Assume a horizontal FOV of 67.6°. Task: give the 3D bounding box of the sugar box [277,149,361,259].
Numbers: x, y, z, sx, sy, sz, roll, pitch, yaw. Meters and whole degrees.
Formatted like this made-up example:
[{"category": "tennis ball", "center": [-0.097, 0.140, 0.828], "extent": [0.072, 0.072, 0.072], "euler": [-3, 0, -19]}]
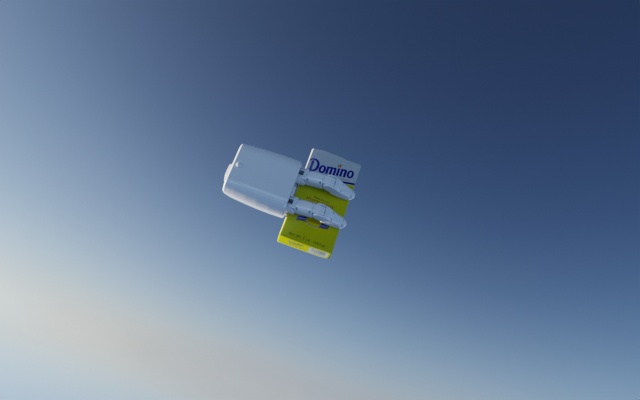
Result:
[{"category": "sugar box", "center": [0.000, 0.003, 0.817], "extent": [0.093, 0.176, 0.048], "euler": [20, -22, -2]}]
